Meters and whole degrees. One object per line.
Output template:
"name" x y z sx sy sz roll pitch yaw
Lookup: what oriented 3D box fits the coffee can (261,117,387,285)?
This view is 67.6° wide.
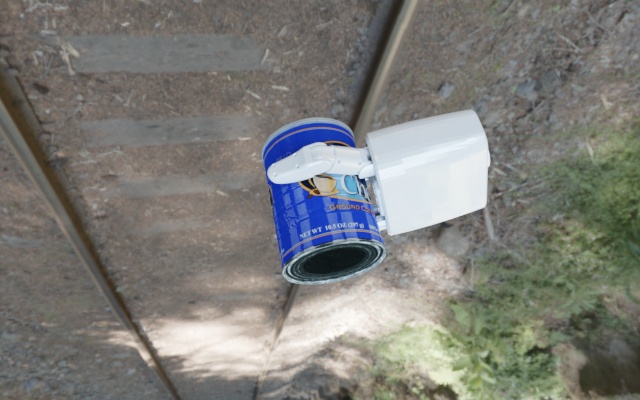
"coffee can" 0.000 0.001 0.489 0.103 0.140 0.103 -10 -28 -5
